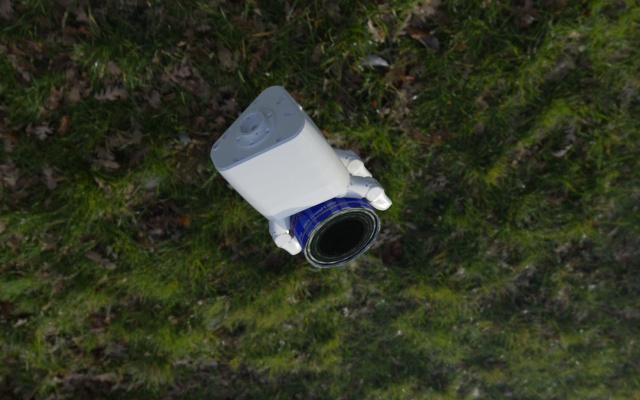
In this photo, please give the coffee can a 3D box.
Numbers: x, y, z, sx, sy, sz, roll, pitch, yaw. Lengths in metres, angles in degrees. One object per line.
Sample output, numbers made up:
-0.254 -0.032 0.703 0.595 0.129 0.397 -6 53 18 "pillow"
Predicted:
0.000 0.002 0.625 0.103 0.103 0.140 0 40 -31 "coffee can"
